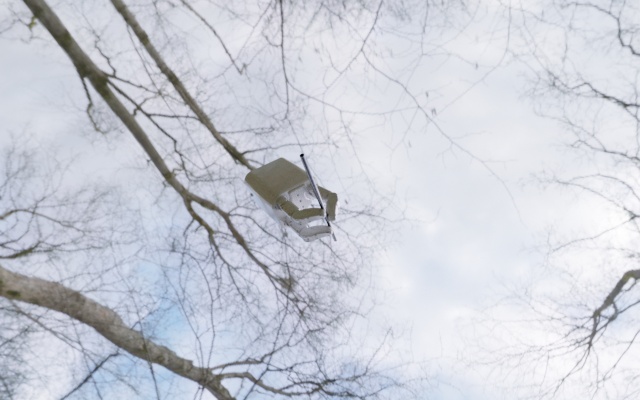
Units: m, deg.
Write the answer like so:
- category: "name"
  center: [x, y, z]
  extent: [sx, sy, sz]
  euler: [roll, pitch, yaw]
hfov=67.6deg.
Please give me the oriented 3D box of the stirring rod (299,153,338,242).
- category: "stirring rod"
  center: [0.000, 0.003, 0.848]
  extent: [0.011, 0.011, 0.240]
  euler: [0, -38, 18]
